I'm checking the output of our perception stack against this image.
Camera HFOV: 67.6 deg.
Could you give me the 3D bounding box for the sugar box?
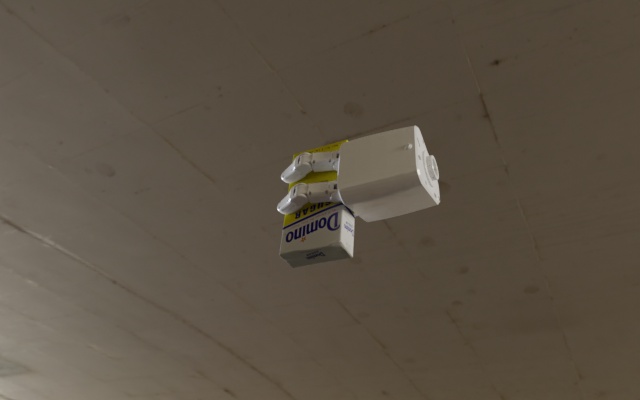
[{"bbox_3d":[0.000,0.002,0.669,0.093,0.176,0.048,-14,-42,24],"label":"sugar box"}]
